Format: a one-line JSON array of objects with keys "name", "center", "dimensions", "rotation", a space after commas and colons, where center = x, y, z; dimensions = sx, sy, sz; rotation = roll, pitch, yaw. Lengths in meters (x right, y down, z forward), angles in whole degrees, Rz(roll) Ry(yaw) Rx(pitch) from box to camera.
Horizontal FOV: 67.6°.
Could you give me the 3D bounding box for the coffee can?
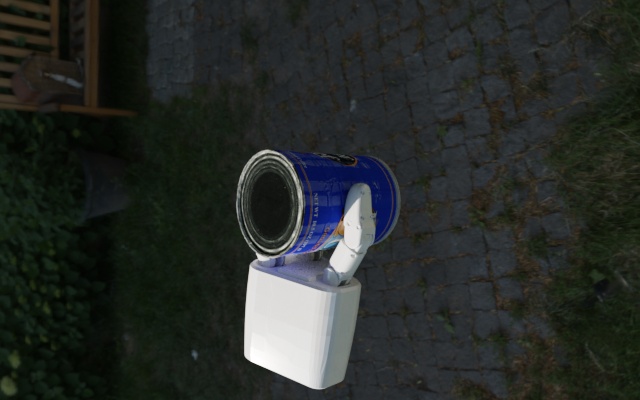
[{"name": "coffee can", "center": [0.000, 0.001, 0.496], "dimensions": [0.140, 0.103, 0.103], "rotation": [-2, 1, -44]}]
